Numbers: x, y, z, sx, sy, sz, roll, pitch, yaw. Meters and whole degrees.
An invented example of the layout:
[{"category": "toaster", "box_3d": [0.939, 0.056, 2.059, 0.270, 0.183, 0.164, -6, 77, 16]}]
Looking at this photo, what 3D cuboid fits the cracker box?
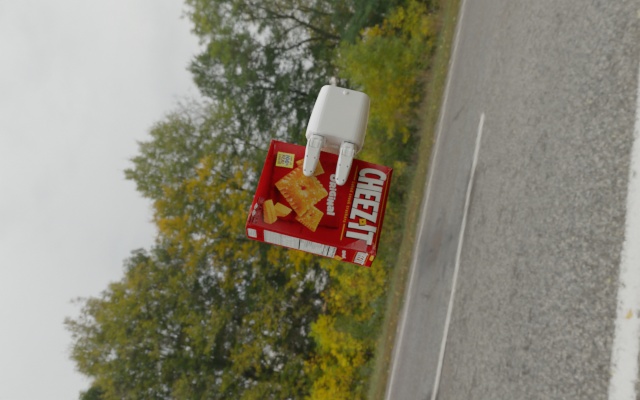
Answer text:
[{"category": "cracker box", "box_3d": [0.000, 0.003, 0.796, 0.213, 0.164, 0.072, 13, -24, 2]}]
